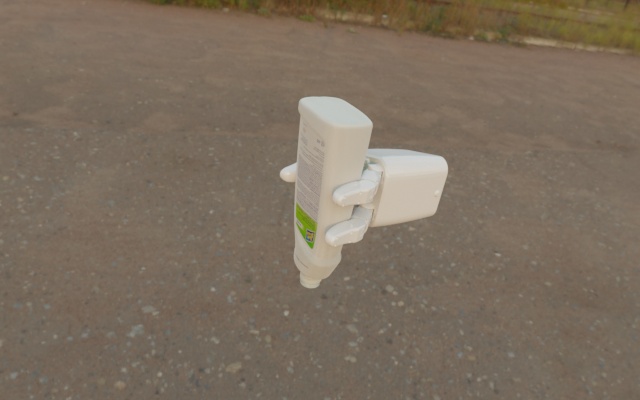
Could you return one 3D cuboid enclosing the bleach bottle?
[{"bbox_3d":[0.000,0.002,0.619,0.068,0.251,0.102,-6,33,-27],"label":"bleach bottle"}]
